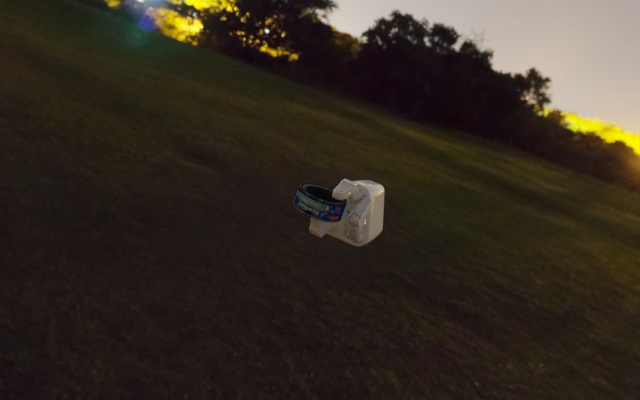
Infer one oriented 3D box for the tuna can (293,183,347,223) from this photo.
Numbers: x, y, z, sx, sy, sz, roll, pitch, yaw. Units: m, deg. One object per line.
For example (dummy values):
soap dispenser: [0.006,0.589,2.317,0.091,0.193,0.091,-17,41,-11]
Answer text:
tuna can: [0.000,0.002,0.792,0.086,0.034,0.086,18,17,-6]
